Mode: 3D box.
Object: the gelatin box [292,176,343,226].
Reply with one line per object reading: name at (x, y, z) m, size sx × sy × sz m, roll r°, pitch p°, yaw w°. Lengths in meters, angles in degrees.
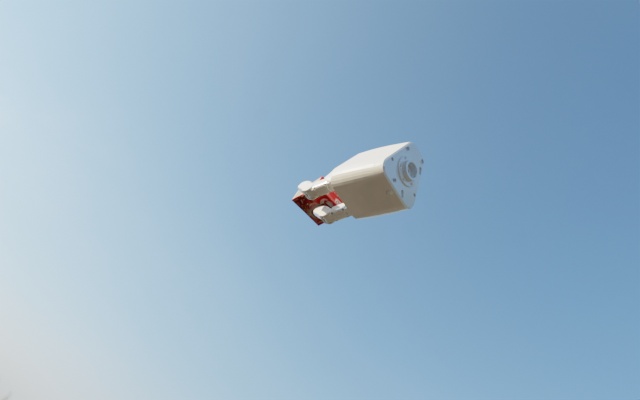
gelatin box at (0.000, 0.003, 0.869) m, size 0.089 × 0.073 × 0.030 m, roll -28°, pitch 23°, yaw 52°
